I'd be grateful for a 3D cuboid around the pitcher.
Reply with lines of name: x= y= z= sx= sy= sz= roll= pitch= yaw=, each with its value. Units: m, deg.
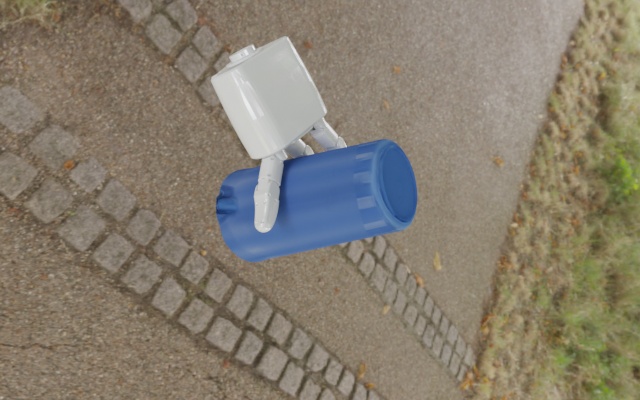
pitcher: x=0.000 y=0.002 z=0.620 sx=0.243 sy=0.145 sz=0.149 roll=-12 pitch=29 yaw=34
